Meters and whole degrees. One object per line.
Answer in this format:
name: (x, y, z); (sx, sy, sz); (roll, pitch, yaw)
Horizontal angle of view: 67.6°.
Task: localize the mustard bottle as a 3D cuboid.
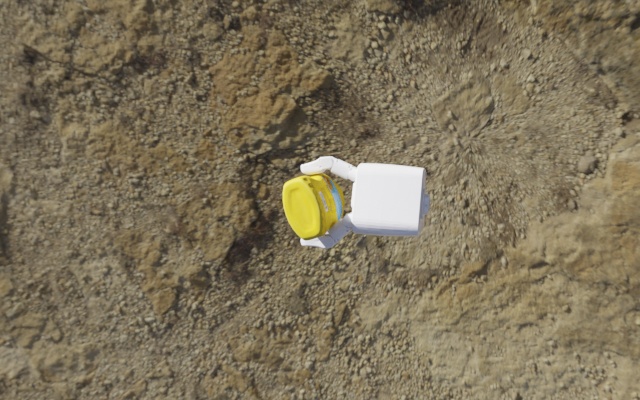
mustard bottle: (0.000, 0.003, 0.801); (0.058, 0.096, 0.191); (-21, 0, 19)
